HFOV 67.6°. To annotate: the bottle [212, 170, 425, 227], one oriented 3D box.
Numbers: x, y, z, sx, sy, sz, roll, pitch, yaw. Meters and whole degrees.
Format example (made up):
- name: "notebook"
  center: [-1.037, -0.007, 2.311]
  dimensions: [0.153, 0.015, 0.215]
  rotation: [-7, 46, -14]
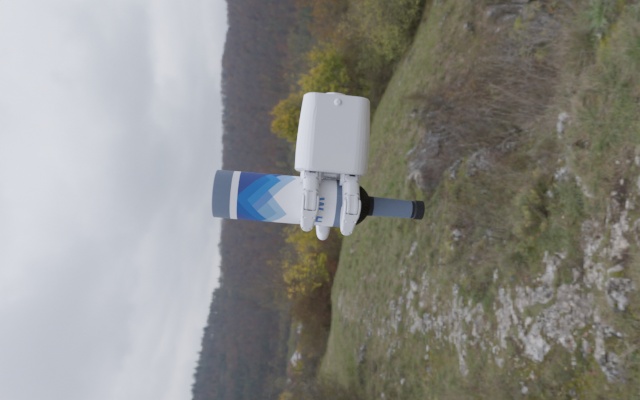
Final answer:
- name: "bottle"
  center: [0.000, 0.002, 0.675]
  dimensions: [0.296, 0.069, 0.069]
  rotation: [5, 0, -5]
